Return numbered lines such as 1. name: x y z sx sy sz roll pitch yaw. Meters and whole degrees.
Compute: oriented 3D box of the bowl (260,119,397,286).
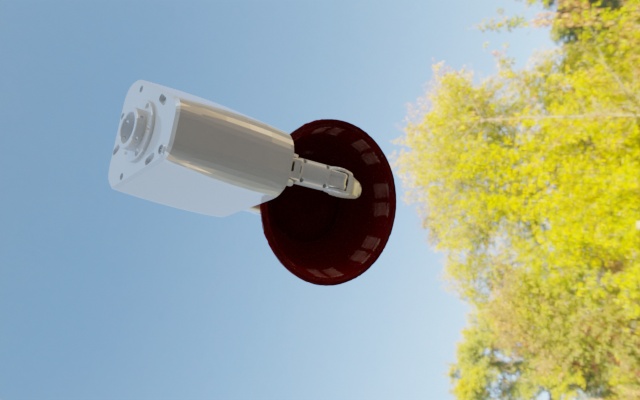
1. bowl: 0.001 0.002 0.484 0.162 0.162 0.055 0 1 -34
